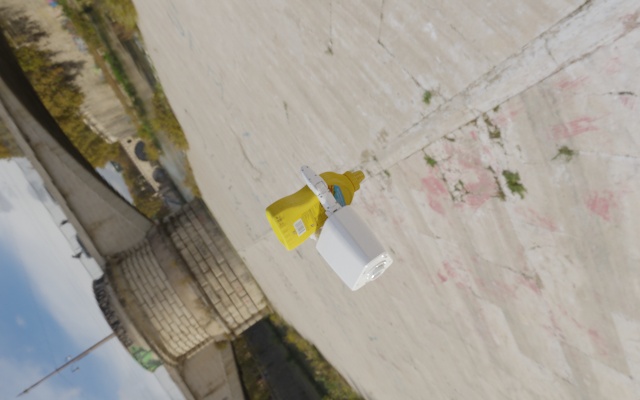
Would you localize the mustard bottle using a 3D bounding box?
[{"bbox_3d":[0.000,0.003,0.854,0.191,0.096,0.058,-33,42,-14],"label":"mustard bottle"}]
